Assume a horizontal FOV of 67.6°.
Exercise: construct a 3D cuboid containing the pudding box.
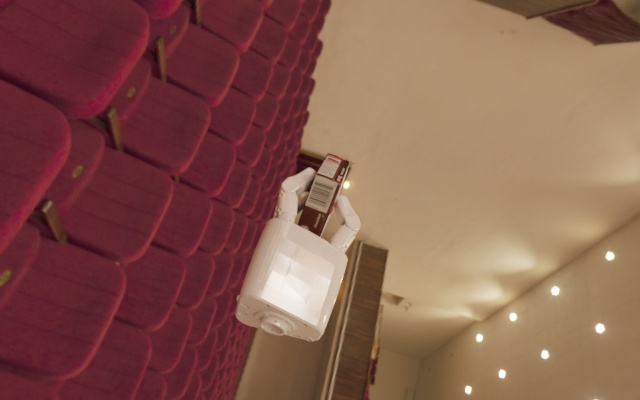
[{"bbox_3d":[0.000,0.002,0.660,0.039,0.113,0.090,23,26,0],"label":"pudding box"}]
